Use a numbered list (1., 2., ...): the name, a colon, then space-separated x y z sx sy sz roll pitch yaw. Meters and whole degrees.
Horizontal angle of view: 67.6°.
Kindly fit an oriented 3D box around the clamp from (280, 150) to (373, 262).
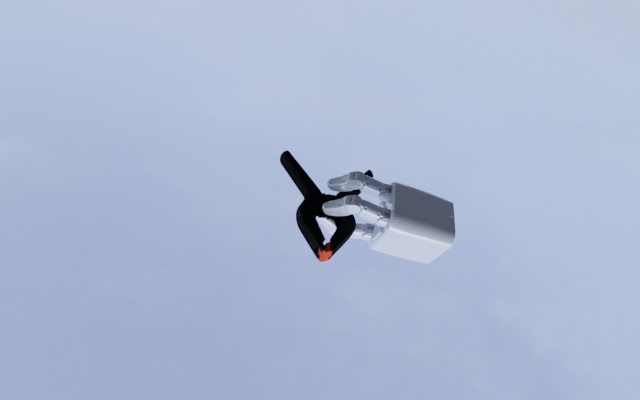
1. clamp: 0.000 0.003 0.760 0.164 0.209 0.036 16 -45 -5
